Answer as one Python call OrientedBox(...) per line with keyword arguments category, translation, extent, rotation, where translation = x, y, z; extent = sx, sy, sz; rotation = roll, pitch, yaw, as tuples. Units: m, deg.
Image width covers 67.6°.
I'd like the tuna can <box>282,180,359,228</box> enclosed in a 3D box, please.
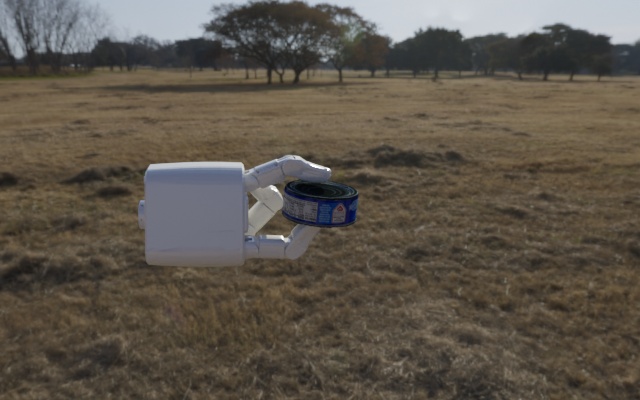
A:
OrientedBox(category="tuna can", translation=(0.000, 0.001, 0.543), extent=(0.086, 0.034, 0.086), rotation=(6, 15, -2))
